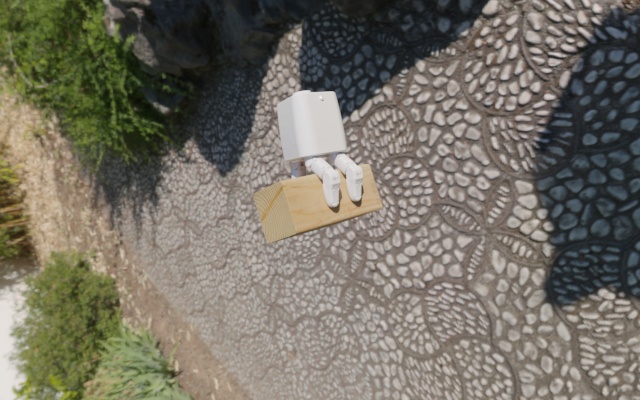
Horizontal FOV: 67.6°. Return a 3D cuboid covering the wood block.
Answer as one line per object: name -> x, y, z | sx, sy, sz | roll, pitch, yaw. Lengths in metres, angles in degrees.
wood block -> 0.000, 0.002, 0.839 | 0.206, 0.090, 0.091 | -14, -5, -40
